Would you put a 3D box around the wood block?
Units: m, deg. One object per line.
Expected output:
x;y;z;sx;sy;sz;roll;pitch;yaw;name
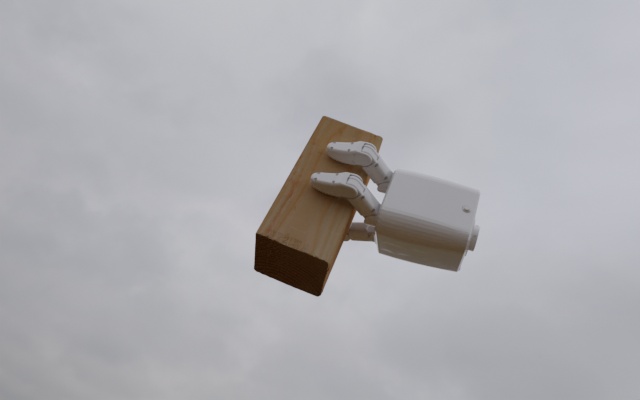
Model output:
0.000;0.002;0.606;0.090;0.206;0.091;21;-37;7;wood block
